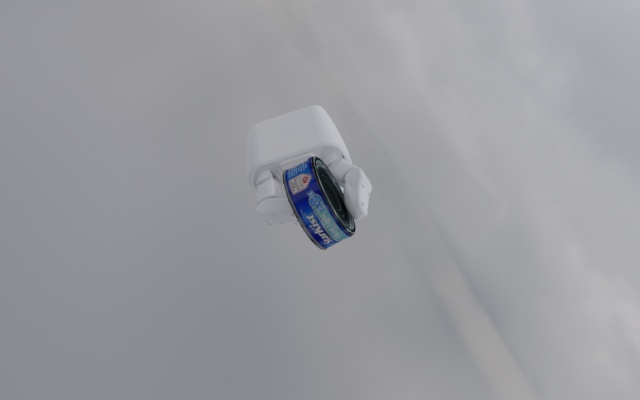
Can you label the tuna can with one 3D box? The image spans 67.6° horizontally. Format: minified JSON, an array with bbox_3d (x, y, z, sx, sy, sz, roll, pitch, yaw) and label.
[{"bbox_3d":[0.001,0.001,0.455,0.034,0.086,0.086,-27,-6,13],"label":"tuna can"}]
